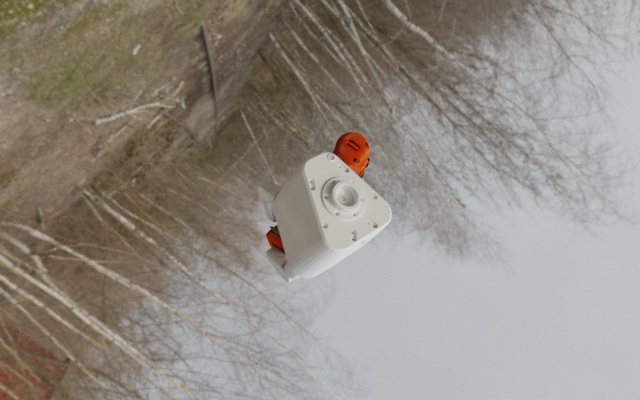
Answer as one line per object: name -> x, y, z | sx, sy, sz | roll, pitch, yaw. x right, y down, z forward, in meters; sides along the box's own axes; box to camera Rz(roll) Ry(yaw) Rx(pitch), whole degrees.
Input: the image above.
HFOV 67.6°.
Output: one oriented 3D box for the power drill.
power drill -> 0.000, 0.003, 0.690 | 0.057, 0.187, 0.184 | 33, -12, 8
